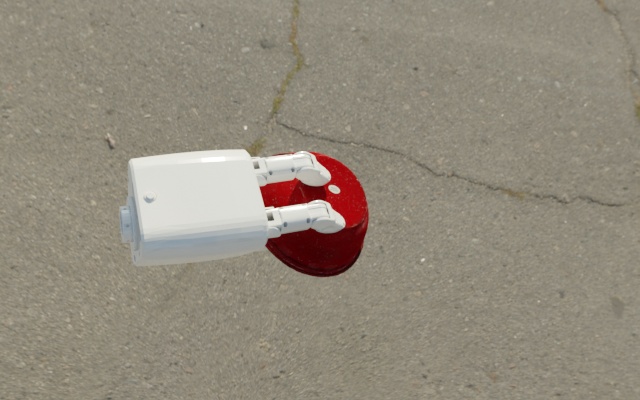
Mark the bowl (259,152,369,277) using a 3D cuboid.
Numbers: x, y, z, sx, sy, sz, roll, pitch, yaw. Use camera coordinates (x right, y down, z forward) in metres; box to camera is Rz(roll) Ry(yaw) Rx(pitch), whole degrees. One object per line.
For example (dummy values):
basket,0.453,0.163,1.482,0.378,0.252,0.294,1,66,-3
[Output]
bowl,0.001,0.001,0.540,0.162,0.162,0.055,0,-28,-39
